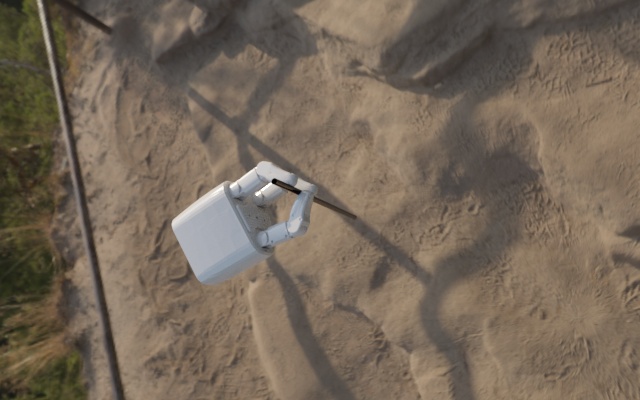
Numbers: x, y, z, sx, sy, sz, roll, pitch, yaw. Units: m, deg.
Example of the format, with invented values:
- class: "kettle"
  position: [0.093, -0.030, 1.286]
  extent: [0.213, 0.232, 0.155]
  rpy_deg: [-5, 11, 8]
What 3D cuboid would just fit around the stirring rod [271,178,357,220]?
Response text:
- class: "stirring rod"
  position: [0.000, 0.002, 0.678]
  extent: [0.011, 0.011, 0.239]
  rpy_deg: [0, -12, 28]
